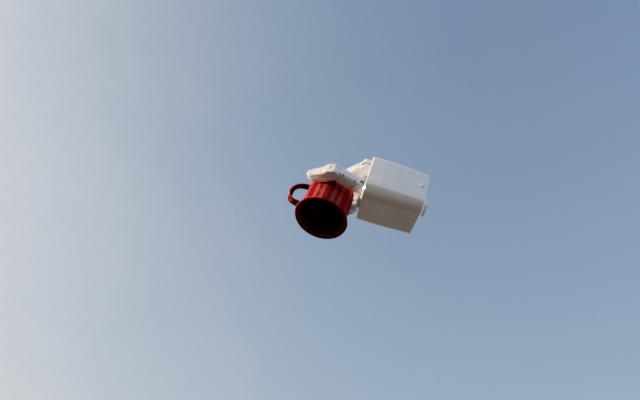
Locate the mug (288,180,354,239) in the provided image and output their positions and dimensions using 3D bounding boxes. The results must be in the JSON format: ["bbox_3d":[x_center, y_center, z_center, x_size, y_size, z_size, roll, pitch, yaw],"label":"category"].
[{"bbox_3d":[-0.001,0.002,0.835,0.117,0.093,0.081,19,42,5],"label":"mug"}]
